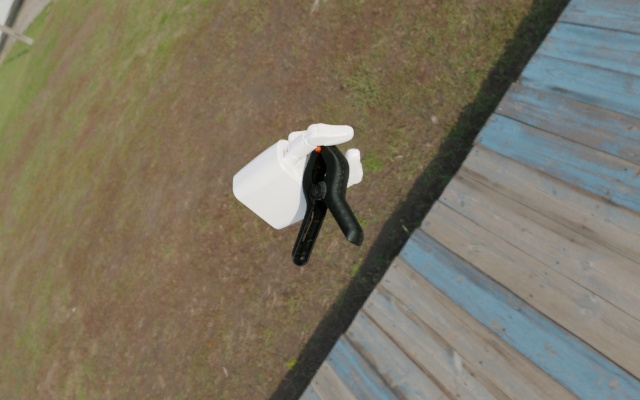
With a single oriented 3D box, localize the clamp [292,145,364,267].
[{"bbox_3d":[0.000,0.002,0.626,0.120,0.171,0.039,-30,-40,33],"label":"clamp"}]
